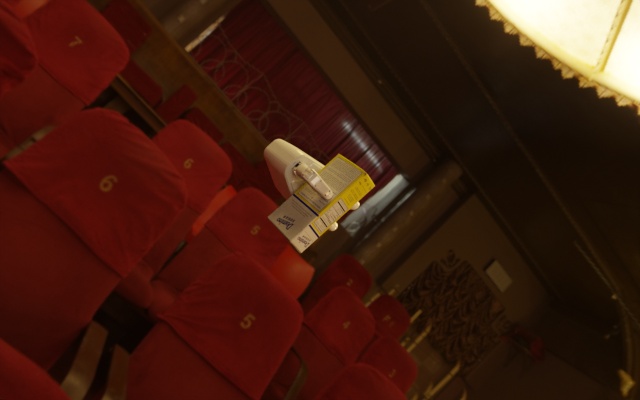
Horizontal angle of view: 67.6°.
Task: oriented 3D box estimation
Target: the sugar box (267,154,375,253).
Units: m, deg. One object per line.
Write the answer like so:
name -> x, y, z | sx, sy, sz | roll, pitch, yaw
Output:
sugar box -> 0.000, 0.003, 0.840 | 0.093, 0.176, 0.048 | 40, -8, 49
